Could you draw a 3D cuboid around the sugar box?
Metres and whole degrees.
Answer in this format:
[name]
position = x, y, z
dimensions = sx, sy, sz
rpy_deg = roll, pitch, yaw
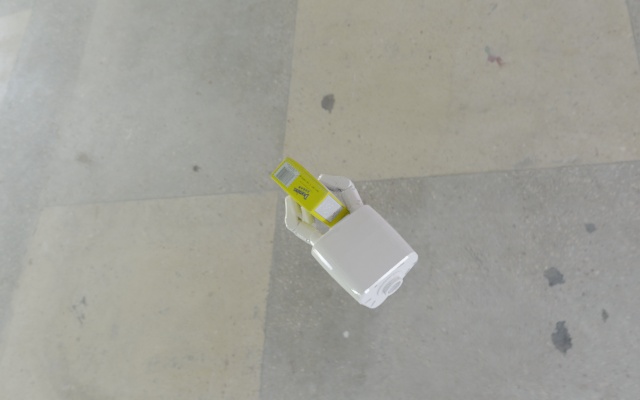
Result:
[sugar box]
position = 0.000, 0.003, 0.747
dimensions = 0.093, 0.048, 0.176
rpy_deg = 42, -1, 29
